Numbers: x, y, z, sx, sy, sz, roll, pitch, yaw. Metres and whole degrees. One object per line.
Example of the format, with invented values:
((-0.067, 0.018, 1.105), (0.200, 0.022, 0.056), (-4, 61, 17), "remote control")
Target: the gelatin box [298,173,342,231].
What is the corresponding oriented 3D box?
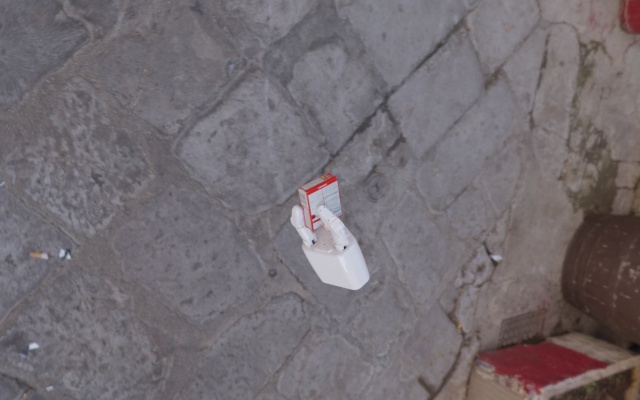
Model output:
((0.000, 0.003, 0.899), (0.073, 0.089, 0.030), (-27, 36, -28), "gelatin box")
